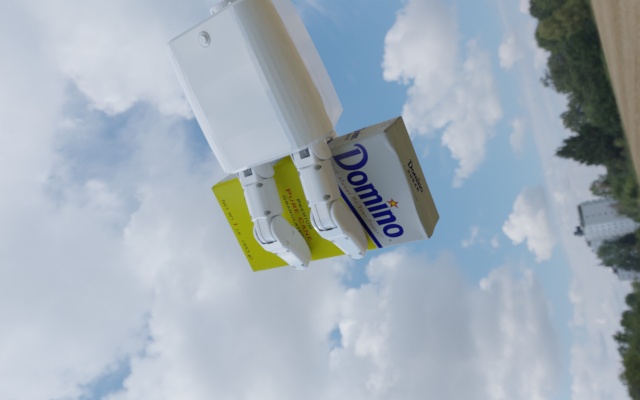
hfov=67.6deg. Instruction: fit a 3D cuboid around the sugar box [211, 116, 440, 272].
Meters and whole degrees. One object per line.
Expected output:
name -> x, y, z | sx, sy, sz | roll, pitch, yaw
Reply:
sugar box -> 0.000, 0.001, 0.406 | 0.176, 0.093, 0.048 | -15, 18, 33
